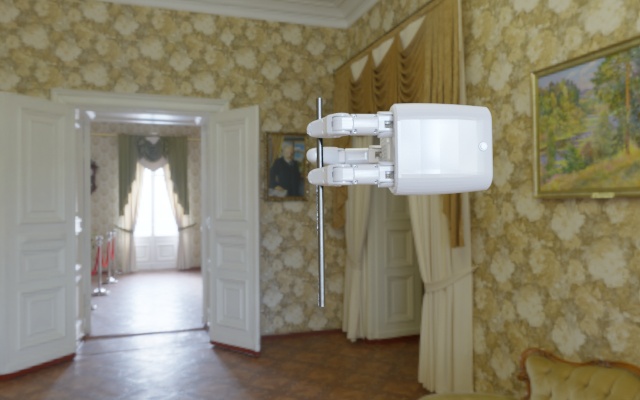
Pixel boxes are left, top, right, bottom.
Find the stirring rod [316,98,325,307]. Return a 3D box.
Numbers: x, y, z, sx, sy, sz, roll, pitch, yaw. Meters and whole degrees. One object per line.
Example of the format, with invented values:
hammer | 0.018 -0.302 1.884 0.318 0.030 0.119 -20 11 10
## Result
stirring rod | 0.000 0.002 0.554 0.011 0.239 0.011 -1 -1 0
